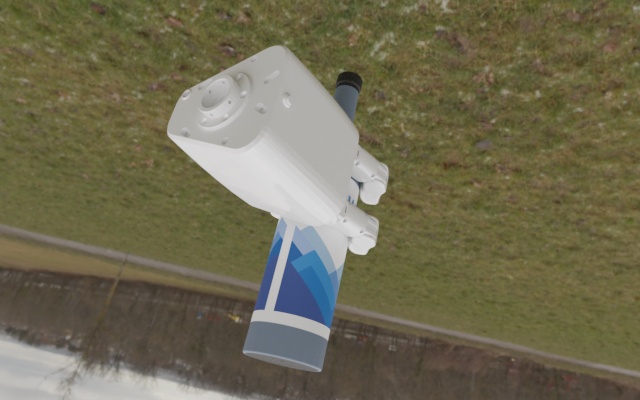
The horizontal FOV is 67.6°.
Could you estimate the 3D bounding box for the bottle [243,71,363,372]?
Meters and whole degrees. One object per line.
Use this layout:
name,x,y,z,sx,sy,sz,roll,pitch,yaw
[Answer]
bottle,0.000,0.002,0.449,0.069,0.295,0.069,11,-24,5
